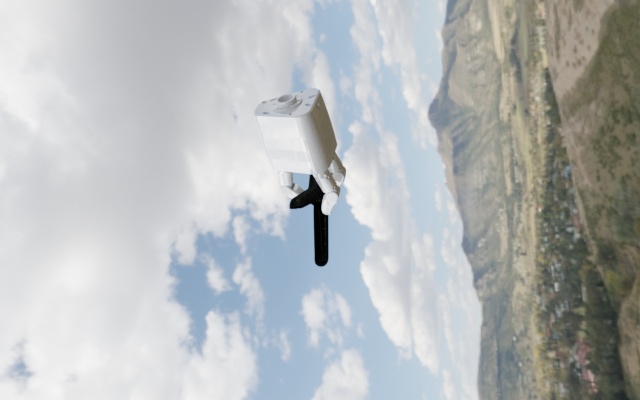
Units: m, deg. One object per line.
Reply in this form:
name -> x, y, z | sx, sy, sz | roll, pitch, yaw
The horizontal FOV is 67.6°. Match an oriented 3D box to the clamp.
clamp -> -0.001, 0.002, 0.866 | 0.036, 0.165, 0.209 | -3, 39, 18
